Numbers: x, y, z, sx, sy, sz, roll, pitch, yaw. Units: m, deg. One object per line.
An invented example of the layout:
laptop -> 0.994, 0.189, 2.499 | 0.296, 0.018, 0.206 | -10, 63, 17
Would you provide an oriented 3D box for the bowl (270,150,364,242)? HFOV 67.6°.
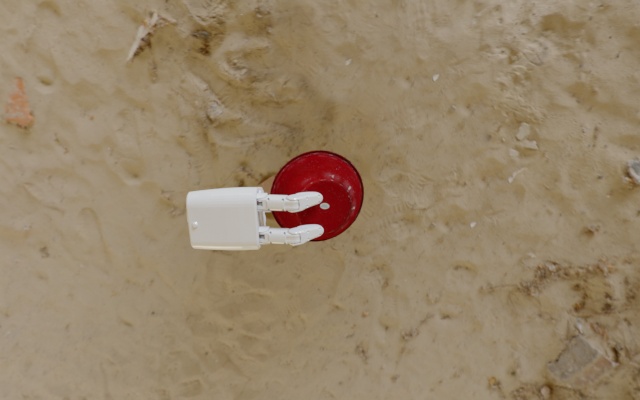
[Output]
bowl -> 0.001, 0.002, 0.779 | 0.162, 0.162, 0.055 | 0, 18, -12
